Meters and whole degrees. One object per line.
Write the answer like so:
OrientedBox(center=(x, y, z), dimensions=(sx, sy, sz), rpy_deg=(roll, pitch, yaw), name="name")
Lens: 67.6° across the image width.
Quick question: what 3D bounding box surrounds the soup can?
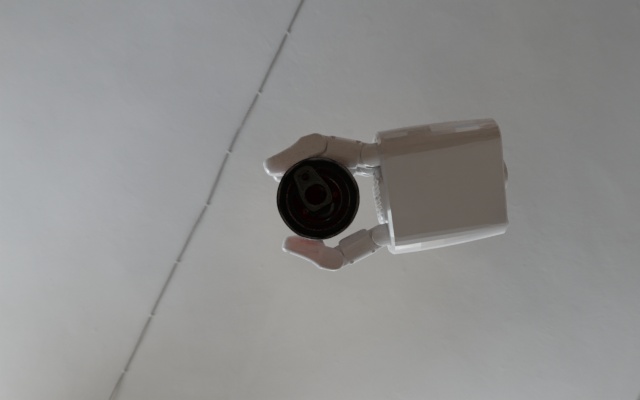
OrientedBox(center=(0.000, 0.002, 0.435), dimensions=(0.068, 0.068, 0.102), rpy_deg=(0, -4, 2), name="soup can")
